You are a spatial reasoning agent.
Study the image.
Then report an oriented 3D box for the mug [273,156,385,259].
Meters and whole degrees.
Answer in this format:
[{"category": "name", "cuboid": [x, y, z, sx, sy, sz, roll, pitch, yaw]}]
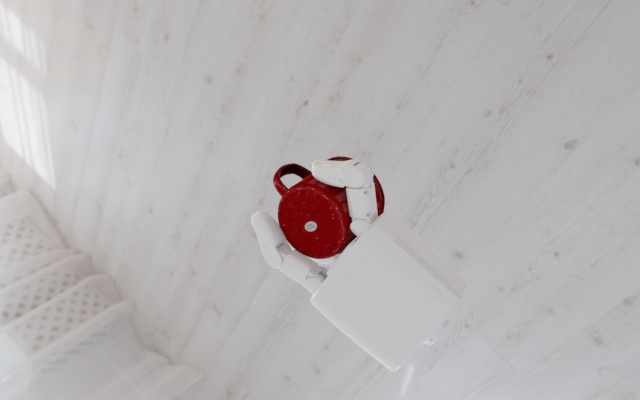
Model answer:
[{"category": "mug", "cuboid": [-0.001, 0.001, 0.502, 0.117, 0.093, 0.081, 40, 36, 11]}]
